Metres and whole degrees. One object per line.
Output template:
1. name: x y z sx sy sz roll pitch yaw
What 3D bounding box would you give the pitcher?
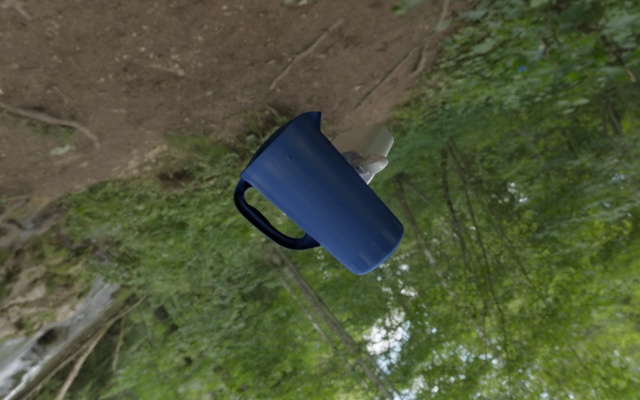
1. pitcher: 0.000 0.002 0.715 0.149 0.243 0.145 -35 14 46
